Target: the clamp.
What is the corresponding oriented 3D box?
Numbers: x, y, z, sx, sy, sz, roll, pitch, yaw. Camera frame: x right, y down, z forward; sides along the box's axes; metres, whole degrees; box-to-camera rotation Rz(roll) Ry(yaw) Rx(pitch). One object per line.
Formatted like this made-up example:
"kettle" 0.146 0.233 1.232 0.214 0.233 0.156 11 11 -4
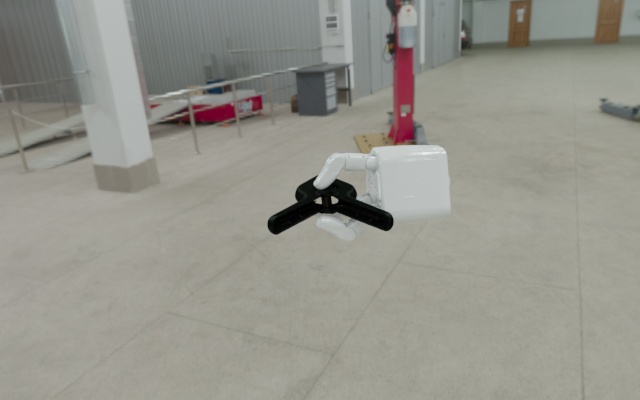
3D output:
"clamp" 0.000 0.001 0.702 0.164 0.036 0.210 -3 19 -9
